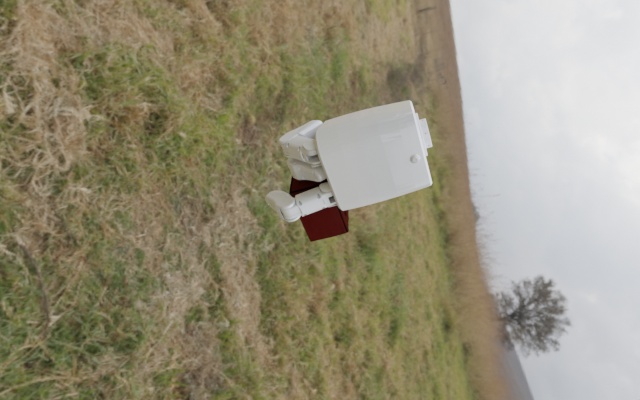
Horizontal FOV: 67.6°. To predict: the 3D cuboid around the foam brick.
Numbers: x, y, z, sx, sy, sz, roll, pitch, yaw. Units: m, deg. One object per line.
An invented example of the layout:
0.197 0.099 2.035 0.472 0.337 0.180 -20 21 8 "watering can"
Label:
0.000 0.002 0.586 0.051 0.078 0.053 -15 32 12 "foam brick"
